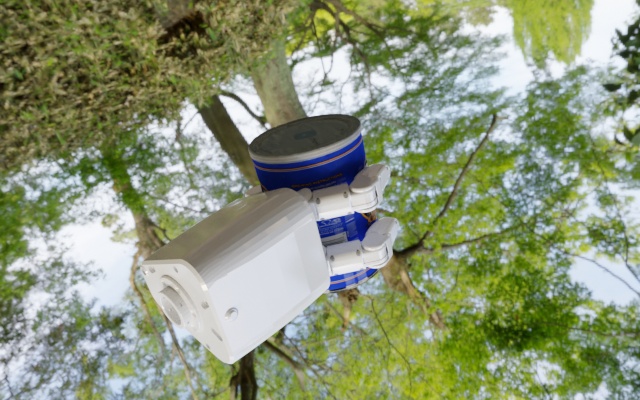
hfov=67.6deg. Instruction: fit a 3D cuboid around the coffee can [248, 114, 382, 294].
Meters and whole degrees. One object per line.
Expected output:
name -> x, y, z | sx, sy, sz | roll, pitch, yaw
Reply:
coffee can -> 0.000, 0.001, 0.454 | 0.103, 0.140, 0.102 | -11, 25, 5
